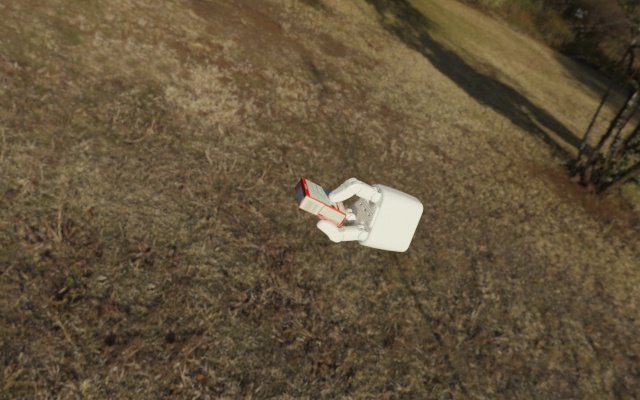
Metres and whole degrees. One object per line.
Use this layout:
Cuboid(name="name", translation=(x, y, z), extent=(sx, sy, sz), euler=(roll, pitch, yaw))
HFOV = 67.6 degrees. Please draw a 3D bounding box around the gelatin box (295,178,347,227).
Cuboid(name="gelatin box", translation=(0.000, 0.002, 0.861), extent=(0.089, 0.030, 0.073), euler=(26, 22, -22))
